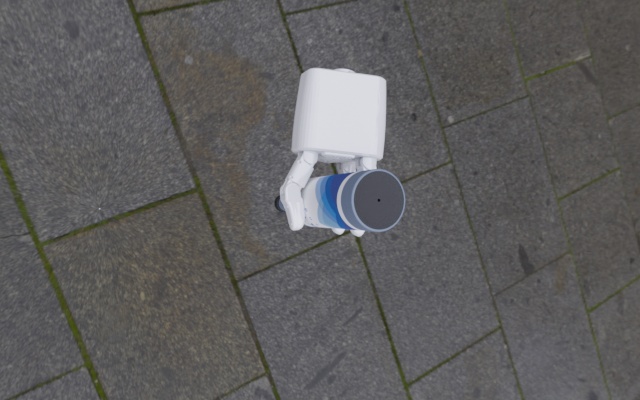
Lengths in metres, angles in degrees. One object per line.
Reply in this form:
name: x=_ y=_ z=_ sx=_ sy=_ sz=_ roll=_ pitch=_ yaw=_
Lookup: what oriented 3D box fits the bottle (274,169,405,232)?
bottle: x=0.000 y=0.002 z=0.633 sx=0.069 sy=0.069 sz=0.295 roll=0 pitch=-1 yaw=-25
